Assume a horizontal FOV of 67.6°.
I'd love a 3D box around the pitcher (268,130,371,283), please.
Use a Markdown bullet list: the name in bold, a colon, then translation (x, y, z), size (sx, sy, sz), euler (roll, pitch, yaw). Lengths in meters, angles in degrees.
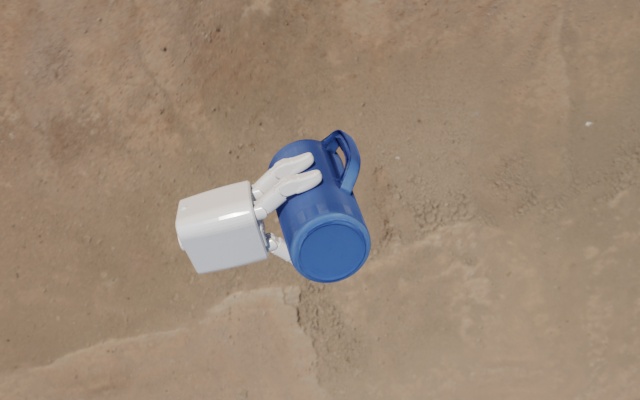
- **pitcher**: translation (0.000, 0.002, 0.710), size (0.145, 0.149, 0.242), euler (-13, 29, -5)
